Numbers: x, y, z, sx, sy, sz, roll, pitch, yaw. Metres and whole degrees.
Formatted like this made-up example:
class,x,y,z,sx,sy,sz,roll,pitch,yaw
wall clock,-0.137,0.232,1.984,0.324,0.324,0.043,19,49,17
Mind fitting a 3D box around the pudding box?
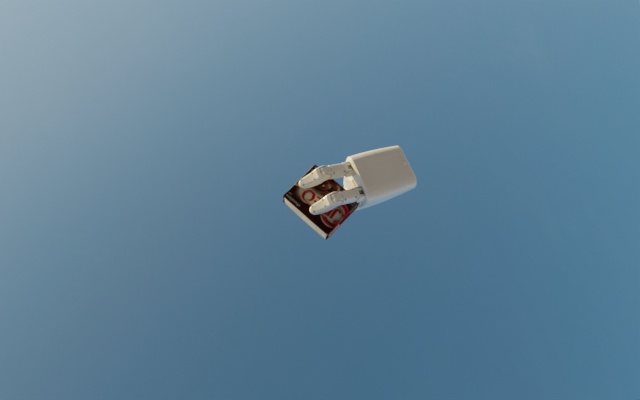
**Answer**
class,x,y,z,sx,sy,sz,roll,pitch,yaw
pudding box,0.000,0.003,0.883,0.113,0.090,0.039,40,-21,12
